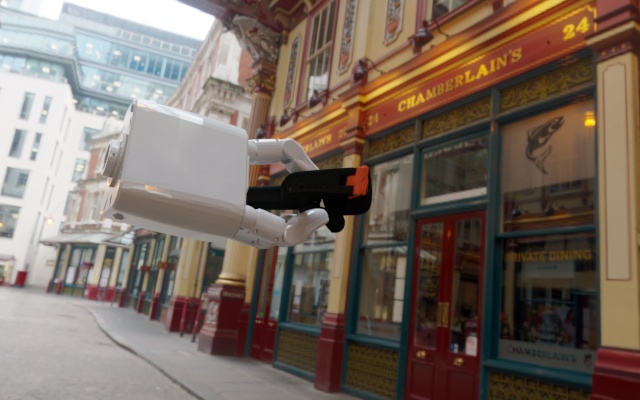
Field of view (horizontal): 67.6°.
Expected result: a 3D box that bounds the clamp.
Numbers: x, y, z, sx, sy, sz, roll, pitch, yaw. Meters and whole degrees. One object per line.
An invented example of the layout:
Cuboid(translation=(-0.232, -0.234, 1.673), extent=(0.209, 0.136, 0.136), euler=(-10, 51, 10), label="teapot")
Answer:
Cuboid(translation=(0.000, 0.001, 0.520), extent=(0.164, 0.036, 0.210), euler=(15, -16, -30), label="clamp")
